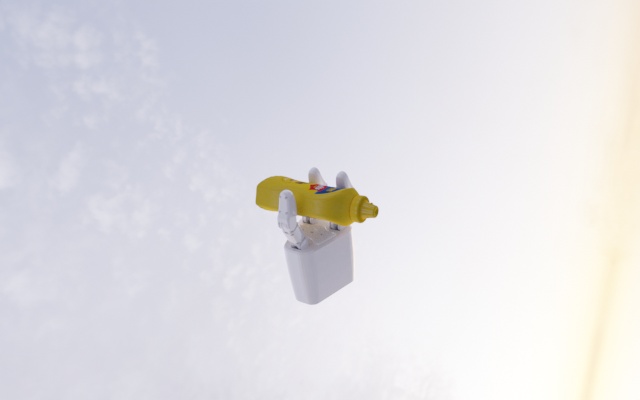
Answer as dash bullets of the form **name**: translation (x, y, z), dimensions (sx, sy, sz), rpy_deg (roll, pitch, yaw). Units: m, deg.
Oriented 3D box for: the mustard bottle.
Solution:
- **mustard bottle**: translation (0.000, 0.002, 0.731), dimensions (0.191, 0.058, 0.096), rpy_deg (11, 9, 32)
